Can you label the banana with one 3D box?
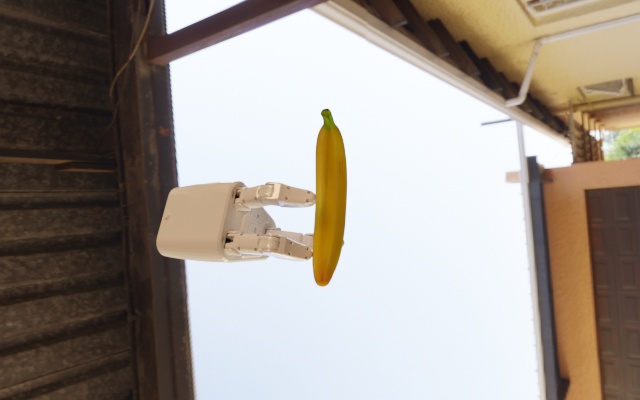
[{"bbox_3d":[0.007,-0.003,0.555,0.037,0.198,0.069,1,5,23],"label":"banana"}]
